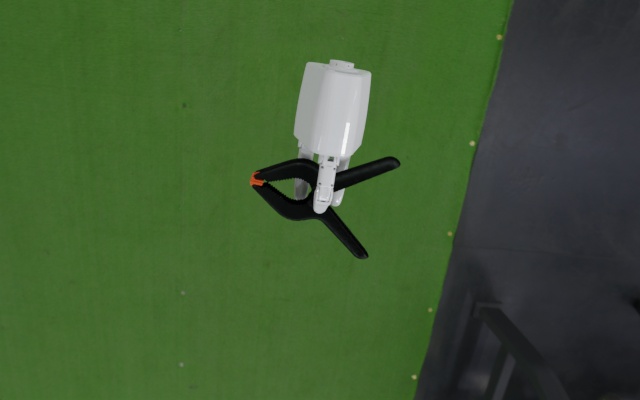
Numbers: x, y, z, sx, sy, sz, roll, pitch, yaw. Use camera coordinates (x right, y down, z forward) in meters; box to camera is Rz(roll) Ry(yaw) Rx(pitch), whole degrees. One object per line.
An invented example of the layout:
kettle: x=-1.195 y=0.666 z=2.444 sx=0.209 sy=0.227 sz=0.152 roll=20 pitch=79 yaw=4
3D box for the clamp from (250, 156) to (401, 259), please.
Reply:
clamp: x=0.000 y=0.002 z=0.701 sx=0.210 sy=0.165 sz=0.036 roll=8 pitch=18 yaw=-5
